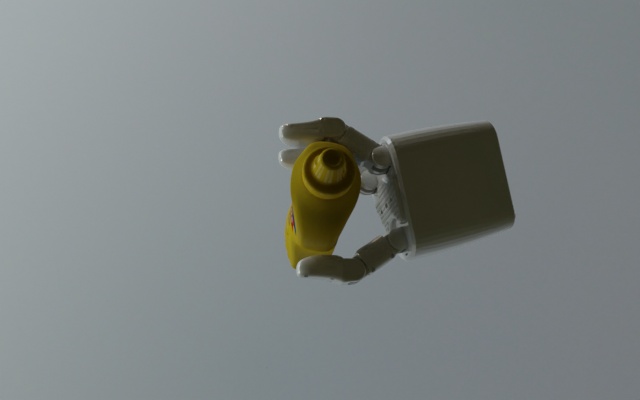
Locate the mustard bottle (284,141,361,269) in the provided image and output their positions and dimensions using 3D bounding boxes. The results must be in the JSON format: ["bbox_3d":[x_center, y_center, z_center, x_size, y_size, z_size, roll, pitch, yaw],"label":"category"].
[{"bbox_3d":[0.000,0.002,0.434,0.058,0.096,0.192,11,-20,-3],"label":"mustard bottle"}]
